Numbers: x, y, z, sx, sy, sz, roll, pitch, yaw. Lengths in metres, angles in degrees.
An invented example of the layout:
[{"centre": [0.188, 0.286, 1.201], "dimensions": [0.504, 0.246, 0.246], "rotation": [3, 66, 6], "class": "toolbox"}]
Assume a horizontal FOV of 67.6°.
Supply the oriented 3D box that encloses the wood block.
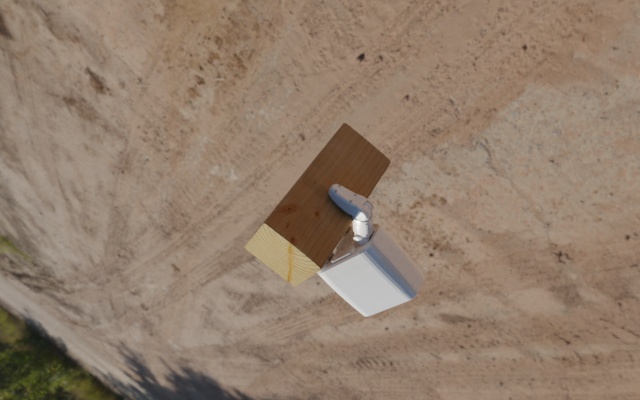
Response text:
[{"centre": [0.000, 0.002, 0.654], "dimensions": [0.090, 0.206, 0.091], "rotation": [39, -35, -5], "class": "wood block"}]
